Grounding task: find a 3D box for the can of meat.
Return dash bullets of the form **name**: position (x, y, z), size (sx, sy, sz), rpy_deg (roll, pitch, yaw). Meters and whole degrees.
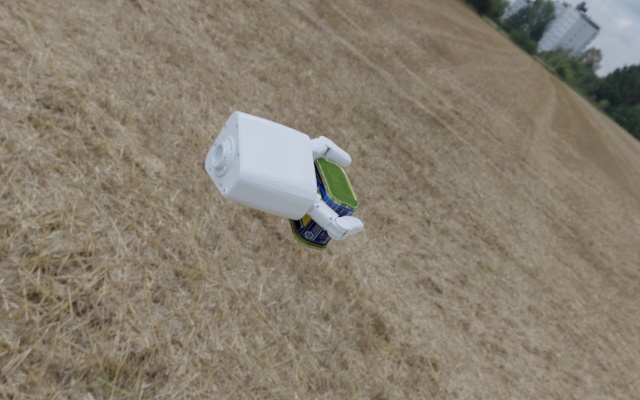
- **can of meat**: position (0.000, 0.002, 0.656), size (0.057, 0.084, 0.102), rpy_deg (19, 34, -33)
